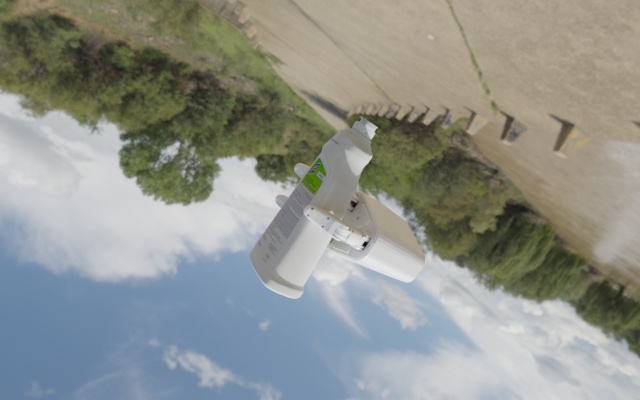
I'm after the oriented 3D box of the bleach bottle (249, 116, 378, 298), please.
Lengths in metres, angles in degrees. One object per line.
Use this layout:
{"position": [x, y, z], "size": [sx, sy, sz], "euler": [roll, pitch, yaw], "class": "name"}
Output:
{"position": [0.000, 0.002, 0.648], "size": [0.068, 0.251, 0.102], "euler": [28, 9, -33], "class": "bleach bottle"}
